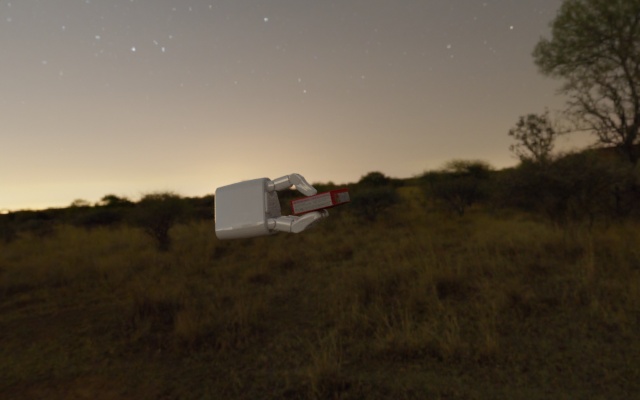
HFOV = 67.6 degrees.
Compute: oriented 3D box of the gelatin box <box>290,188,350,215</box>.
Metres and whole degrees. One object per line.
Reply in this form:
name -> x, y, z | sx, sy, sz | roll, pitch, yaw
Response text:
gelatin box -> 0.000, 0.002, 0.887 | 0.089, 0.030, 0.073 | -15, -2, 28
